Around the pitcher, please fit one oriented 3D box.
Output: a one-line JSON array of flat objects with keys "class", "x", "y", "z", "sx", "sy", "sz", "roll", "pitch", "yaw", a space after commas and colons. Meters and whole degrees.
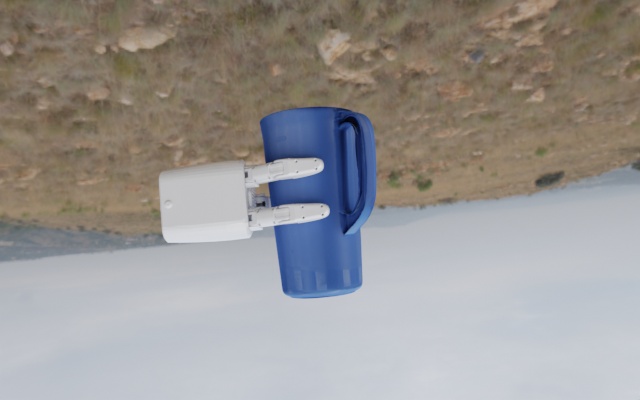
[{"class": "pitcher", "x": 0.000, "y": 0.002, "z": 0.635, "sx": 0.145, "sy": 0.243, "sz": 0.149, "roll": -5, "pitch": -4, "yaw": 0}]
